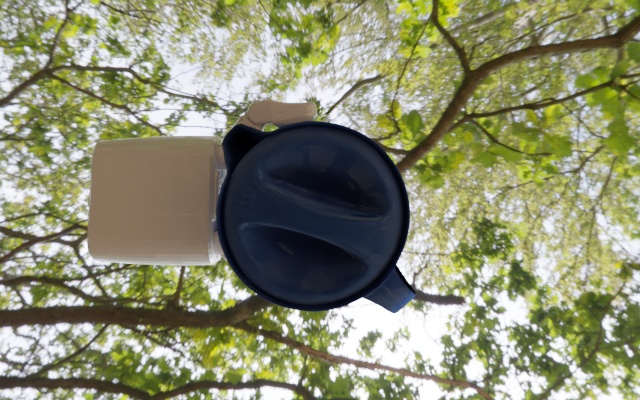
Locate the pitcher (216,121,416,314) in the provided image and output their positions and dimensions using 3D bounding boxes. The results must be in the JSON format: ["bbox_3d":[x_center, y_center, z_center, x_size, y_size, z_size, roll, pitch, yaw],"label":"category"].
[{"bbox_3d":[0.000,0.001,0.439,0.145,0.149,0.243,-1,10,-1],"label":"pitcher"}]
